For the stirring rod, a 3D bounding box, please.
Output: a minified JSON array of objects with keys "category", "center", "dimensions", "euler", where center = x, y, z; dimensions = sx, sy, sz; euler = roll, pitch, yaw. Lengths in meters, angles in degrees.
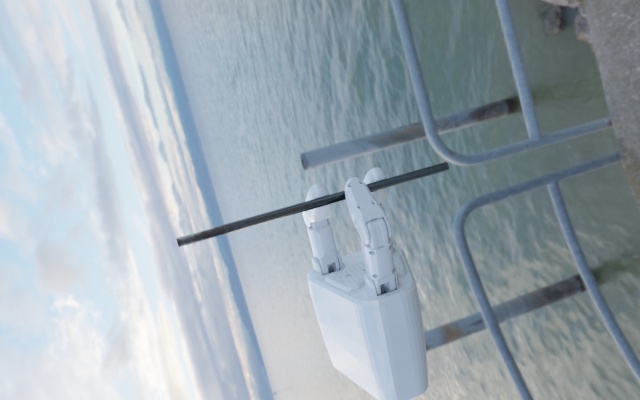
[{"category":"stirring rod","center":[0.000,0.001,0.403],"dimensions":[0.239,0.011,0.011],"euler":[-16,3,-12]}]
